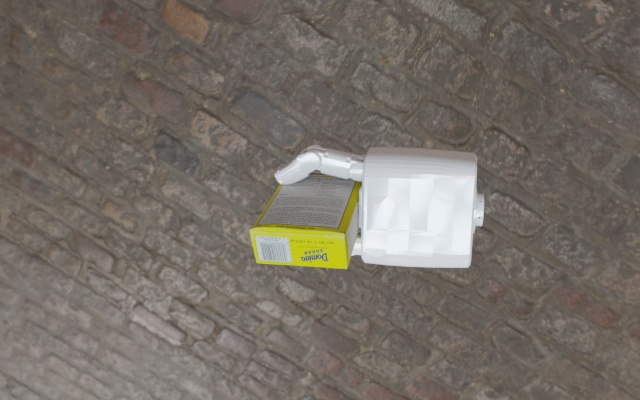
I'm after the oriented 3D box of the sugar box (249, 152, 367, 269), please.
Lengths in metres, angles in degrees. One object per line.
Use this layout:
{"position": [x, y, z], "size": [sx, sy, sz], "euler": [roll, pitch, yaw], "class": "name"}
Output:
{"position": [0.000, 0.002, 0.509], "size": [0.093, 0.048, 0.176], "euler": [3, 28, 15], "class": "sugar box"}
